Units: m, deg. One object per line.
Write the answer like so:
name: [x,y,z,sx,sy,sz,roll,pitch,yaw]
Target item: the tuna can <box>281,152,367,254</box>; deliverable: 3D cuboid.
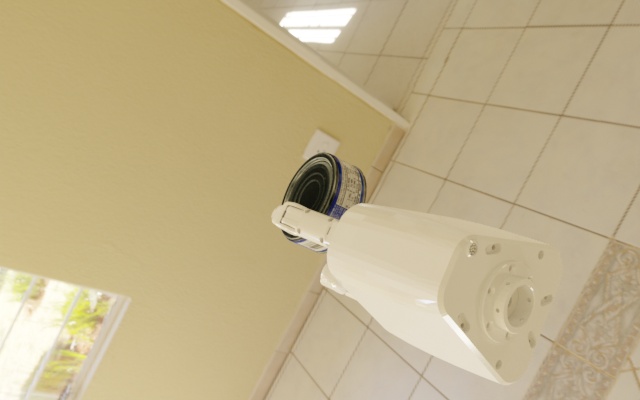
tuna can: [0.000,0.001,0.425,0.034,0.086,0.086,25,-13,-30]
